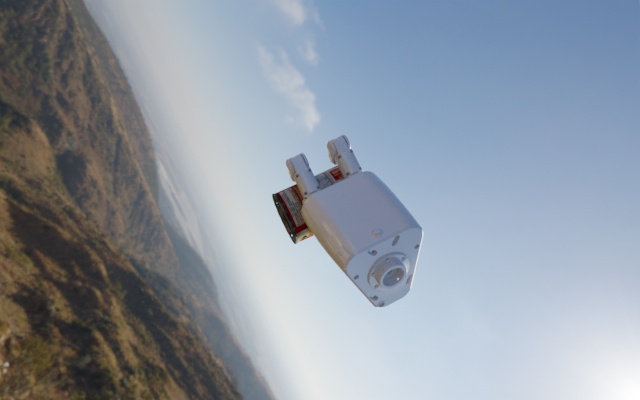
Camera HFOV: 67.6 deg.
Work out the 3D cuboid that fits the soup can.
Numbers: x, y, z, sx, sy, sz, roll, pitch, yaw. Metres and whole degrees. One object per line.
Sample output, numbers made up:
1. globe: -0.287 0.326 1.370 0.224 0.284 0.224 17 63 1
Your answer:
1. soup can: 0.000 0.002 0.592 0.102 0.068 0.068 -25 5 -10
